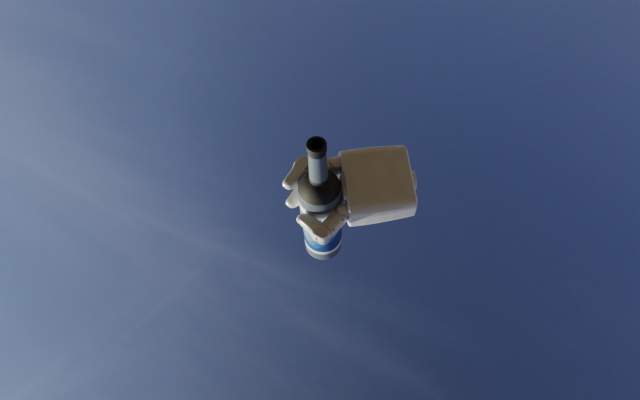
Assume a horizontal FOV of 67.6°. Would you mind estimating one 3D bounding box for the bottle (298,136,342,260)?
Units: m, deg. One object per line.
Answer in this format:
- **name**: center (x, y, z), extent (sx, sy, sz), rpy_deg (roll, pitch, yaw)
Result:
- **bottle**: center (0.000, 0.003, 0.750), extent (0.069, 0.069, 0.296), rpy_deg (0, -31, 3)
